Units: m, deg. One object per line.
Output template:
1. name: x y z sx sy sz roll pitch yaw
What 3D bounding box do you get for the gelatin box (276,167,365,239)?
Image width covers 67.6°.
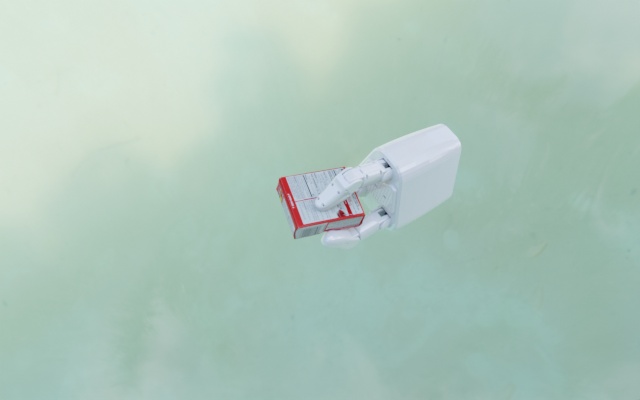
1. gelatin box: 0.000 0.002 0.573 0.089 0.073 0.030 -10 -31 -21
